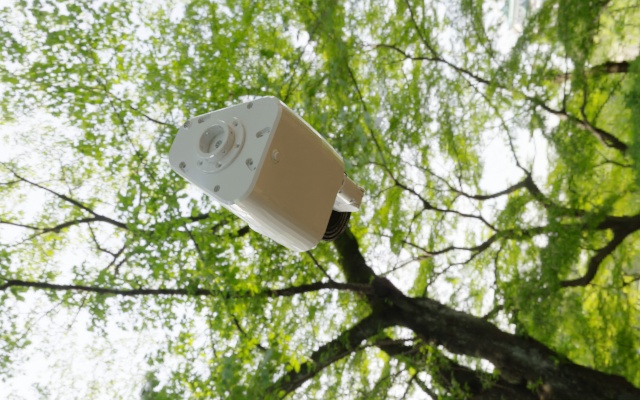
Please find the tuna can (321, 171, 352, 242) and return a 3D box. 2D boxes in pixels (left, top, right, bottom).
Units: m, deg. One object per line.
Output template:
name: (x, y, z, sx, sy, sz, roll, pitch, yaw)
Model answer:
tuna can: (0.000, 0.002, 0.538, 0.034, 0.086, 0.086, 4, 2, 35)
